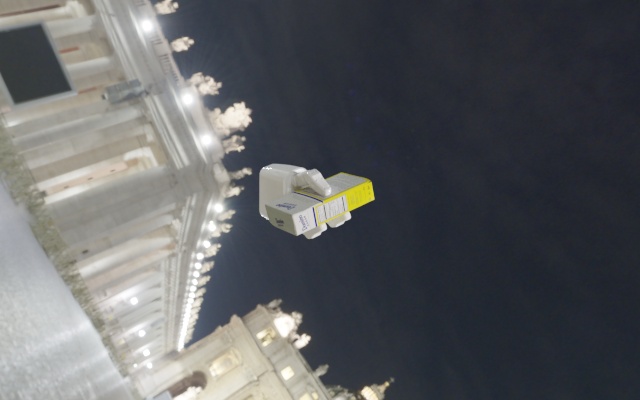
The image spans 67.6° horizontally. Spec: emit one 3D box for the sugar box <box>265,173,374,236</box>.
[{"bbox_3d":[0.000,0.003,0.853,0.176,0.048,0.093,-26,25,-29],"label":"sugar box"}]
